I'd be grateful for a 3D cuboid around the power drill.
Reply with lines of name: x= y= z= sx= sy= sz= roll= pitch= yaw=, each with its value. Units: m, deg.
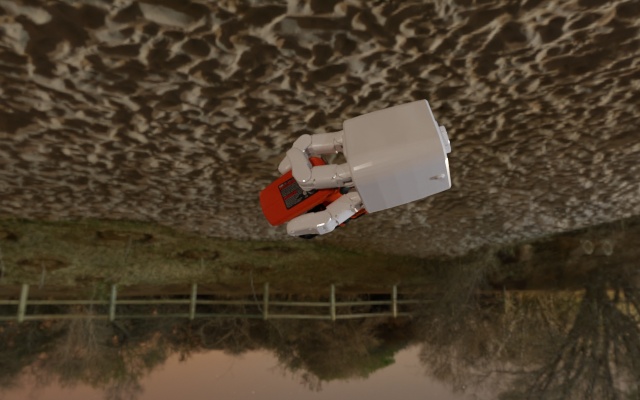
power drill: x=0.000 y=0.002 z=0.673 sx=0.184 sy=0.057 sz=0.187 roll=-33 pitch=-18 yaw=24
